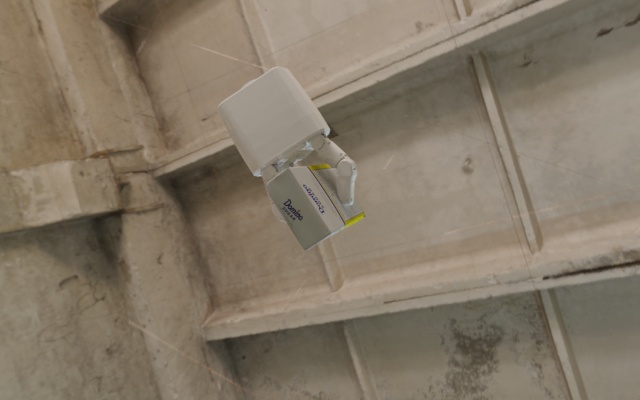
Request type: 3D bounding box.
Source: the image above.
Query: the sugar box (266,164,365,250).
[{"bbox_3d":[0.000,0.002,0.623,0.048,0.093,0.176,-35,-7,21],"label":"sugar box"}]
